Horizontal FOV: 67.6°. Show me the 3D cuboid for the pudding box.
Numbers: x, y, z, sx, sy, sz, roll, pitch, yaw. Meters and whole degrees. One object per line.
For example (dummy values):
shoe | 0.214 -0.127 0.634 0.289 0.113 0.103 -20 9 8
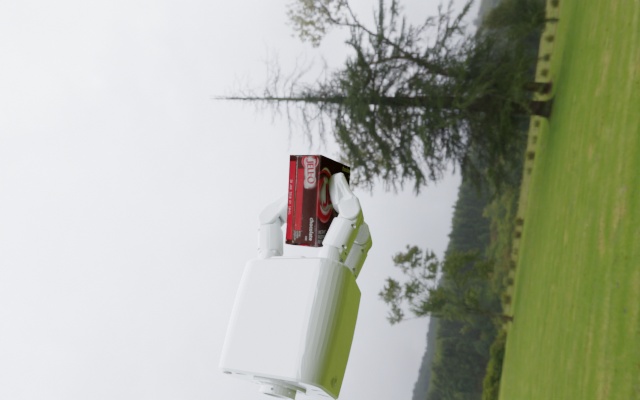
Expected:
pudding box | 0.000 0.002 0.508 0.039 0.090 0.113 3 -1 17
